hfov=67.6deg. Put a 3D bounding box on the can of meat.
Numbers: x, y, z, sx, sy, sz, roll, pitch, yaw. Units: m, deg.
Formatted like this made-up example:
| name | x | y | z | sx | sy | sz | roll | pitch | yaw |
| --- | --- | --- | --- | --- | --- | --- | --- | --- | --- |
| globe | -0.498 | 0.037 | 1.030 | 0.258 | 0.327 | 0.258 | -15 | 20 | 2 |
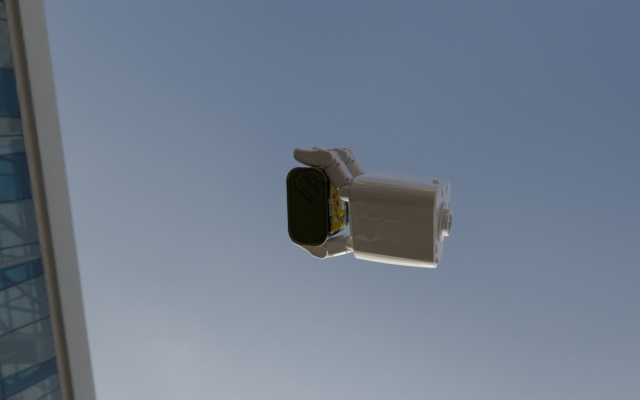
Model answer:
| name | x | y | z | sx | sy | sz | roll | pitch | yaw |
| --- | --- | --- | --- | --- | --- | --- | --- | --- | --- |
| can of meat | 0.000 | 0.002 | 0.641 | 0.057 | 0.102 | 0.084 | 3 | 10 | 26 |
